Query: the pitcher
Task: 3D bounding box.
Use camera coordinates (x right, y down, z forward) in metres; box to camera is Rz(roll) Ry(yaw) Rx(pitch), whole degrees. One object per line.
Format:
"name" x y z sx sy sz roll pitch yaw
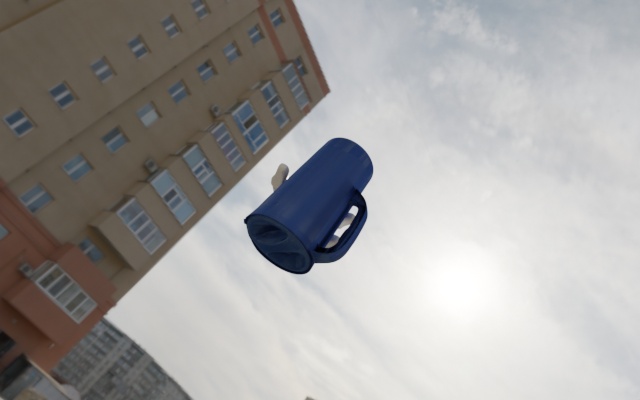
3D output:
"pitcher" 0.000 0.003 0.819 0.242 0.149 0.145 -50 8 -33
